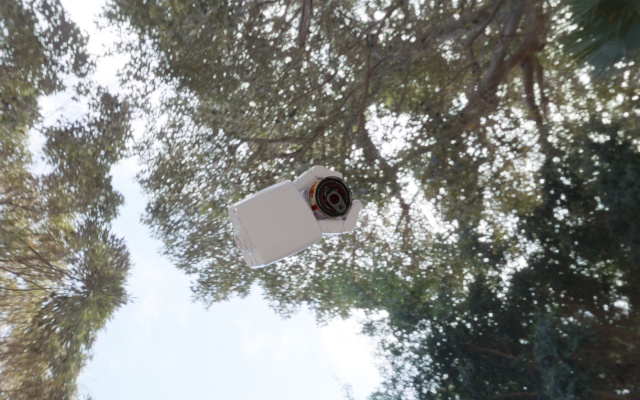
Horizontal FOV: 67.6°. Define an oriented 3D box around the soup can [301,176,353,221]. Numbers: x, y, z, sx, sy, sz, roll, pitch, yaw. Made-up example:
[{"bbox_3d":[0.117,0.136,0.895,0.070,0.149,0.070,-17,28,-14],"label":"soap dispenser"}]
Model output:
[{"bbox_3d":[0.000,0.002,0.801,0.068,0.068,0.102,0,-10,-26],"label":"soup can"}]
